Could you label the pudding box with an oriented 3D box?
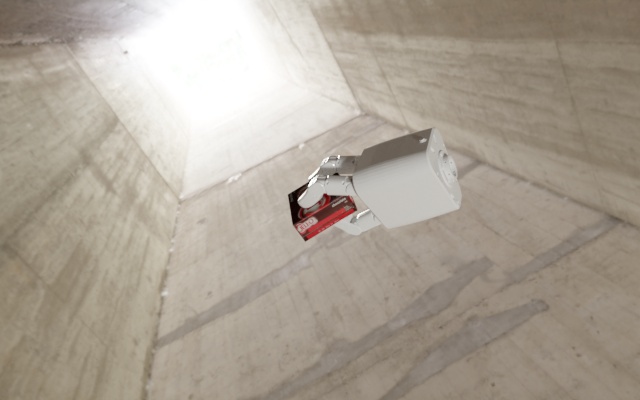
[{"bbox_3d":[0.000,0.002,0.711,0.090,0.039,0.113,-31,22,6],"label":"pudding box"}]
